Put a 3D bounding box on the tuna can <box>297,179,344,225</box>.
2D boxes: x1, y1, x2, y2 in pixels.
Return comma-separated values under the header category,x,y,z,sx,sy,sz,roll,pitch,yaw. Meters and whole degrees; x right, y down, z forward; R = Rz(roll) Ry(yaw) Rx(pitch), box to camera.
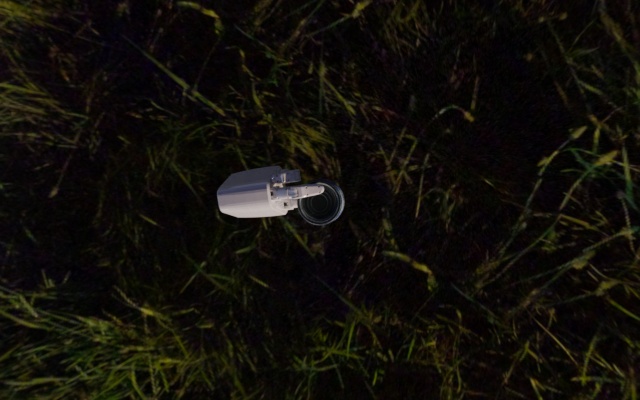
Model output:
category,x,y,z,sx,sy,sz,roll,pitch,yaw
tuna can,0.000,0.003,0.887,0.086,0.086,0.034,0,5,10
